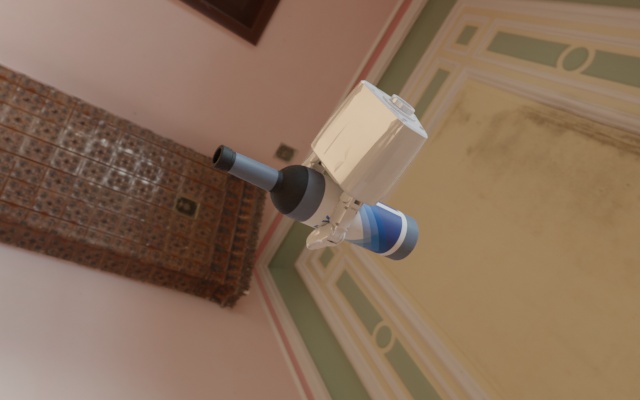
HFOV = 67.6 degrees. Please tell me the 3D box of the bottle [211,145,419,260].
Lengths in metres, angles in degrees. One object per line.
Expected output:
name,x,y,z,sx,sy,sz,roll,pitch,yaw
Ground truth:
bottle,0.000,0.002,0.606,0.296,0.069,0.069,24,-13,-31
